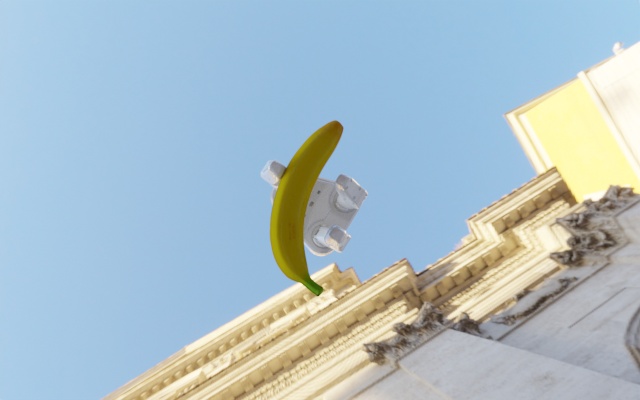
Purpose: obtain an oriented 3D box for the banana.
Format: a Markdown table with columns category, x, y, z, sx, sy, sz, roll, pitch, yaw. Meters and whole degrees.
| category | x | y | z | sx | sy | sz | roll | pitch | yaw |
| --- | --- | --- | --- | --- | --- | --- | --- | --- | --- |
| banana | -0.019 | 0.003 | 0.531 | 0.069 | 0.197 | 0.037 | 6 | -11 | 5 |
